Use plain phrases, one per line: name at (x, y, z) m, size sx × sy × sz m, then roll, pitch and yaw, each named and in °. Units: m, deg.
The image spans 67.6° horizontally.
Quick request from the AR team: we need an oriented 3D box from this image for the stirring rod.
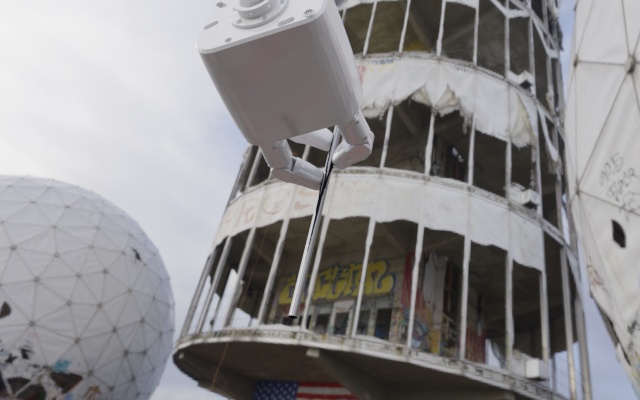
stirring rod at (0.000, 0.002, 0.476) m, size 0.011 × 0.239 × 0.011 m, roll 10°, pitch -32°, yaw 6°
